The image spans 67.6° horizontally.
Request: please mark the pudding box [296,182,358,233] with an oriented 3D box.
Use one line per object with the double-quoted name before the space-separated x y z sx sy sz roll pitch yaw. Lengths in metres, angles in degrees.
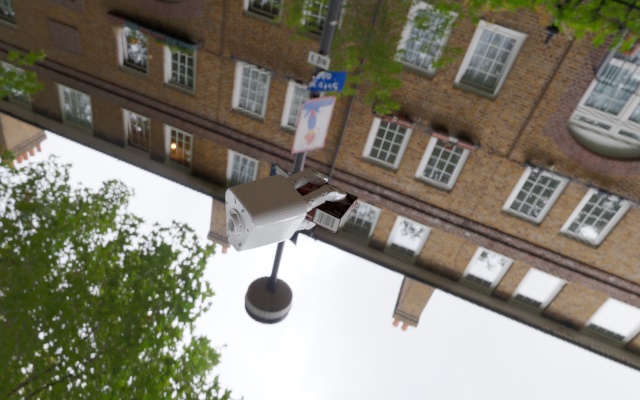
"pudding box" 0.000 0.003 0.878 0.113 0.039 0.090 27 37 12
